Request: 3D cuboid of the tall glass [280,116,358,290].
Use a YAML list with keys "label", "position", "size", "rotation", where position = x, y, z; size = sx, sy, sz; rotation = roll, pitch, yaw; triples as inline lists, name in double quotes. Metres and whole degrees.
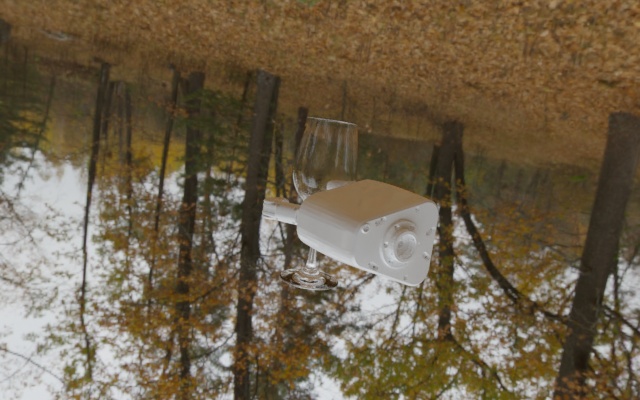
- label: "tall glass"
  position: [0.000, 0.003, 0.584]
  size: [0.079, 0.201, 0.079]
  rotation: [8, 8, -1]
